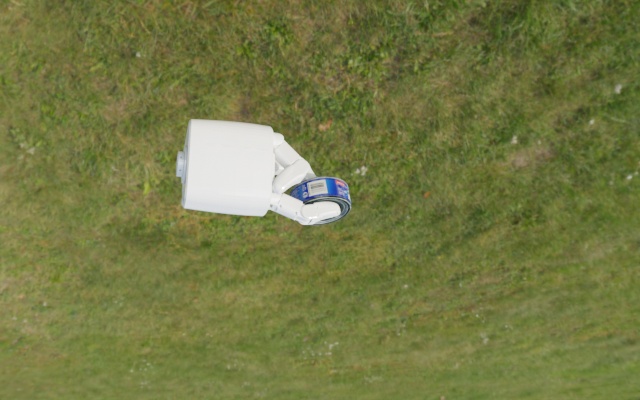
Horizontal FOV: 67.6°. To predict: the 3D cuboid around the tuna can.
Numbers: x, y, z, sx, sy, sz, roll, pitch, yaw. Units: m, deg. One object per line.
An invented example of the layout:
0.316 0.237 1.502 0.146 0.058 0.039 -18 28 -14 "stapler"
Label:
0.000 0.003 0.678 0.086 0.033 0.086 -8 -29 -4 "tuna can"
